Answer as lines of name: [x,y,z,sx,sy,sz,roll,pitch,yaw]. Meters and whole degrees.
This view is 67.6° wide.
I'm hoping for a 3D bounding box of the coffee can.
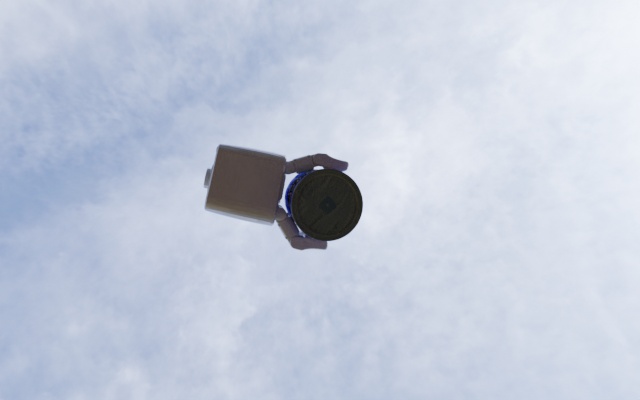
coffee can: [0.000,0.002,0.736,0.103,0.103,0.140,0,3,-8]
